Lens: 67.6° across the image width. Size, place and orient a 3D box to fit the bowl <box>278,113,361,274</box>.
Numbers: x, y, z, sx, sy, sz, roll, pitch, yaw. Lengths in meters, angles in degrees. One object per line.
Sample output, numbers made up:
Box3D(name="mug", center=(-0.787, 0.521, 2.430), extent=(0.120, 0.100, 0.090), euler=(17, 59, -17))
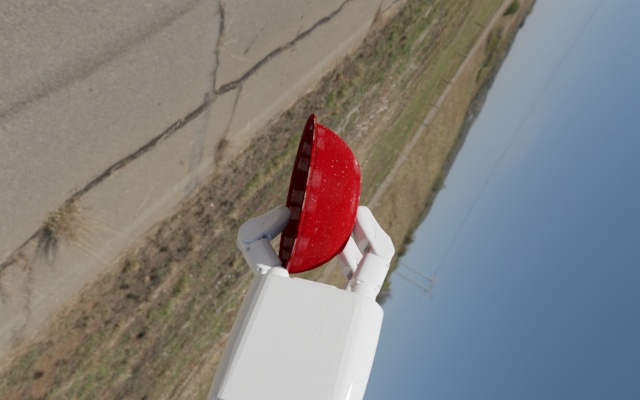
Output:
Box3D(name="bowl", center=(0.001, 0.000, 0.462), extent=(0.055, 0.162, 0.162), euler=(11, -2, -9))
